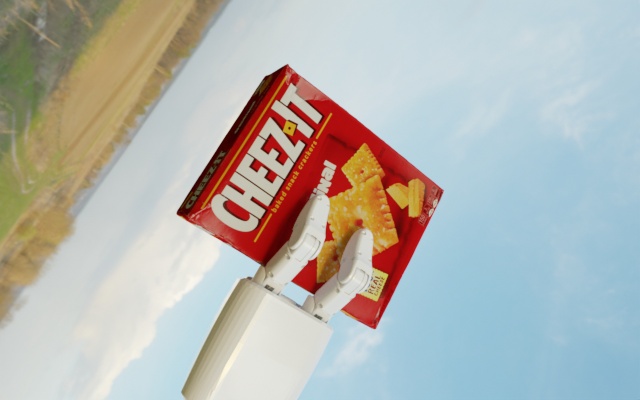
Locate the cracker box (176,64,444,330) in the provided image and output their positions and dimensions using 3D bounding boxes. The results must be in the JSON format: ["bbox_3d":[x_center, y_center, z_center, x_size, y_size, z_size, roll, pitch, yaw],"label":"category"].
[{"bbox_3d":[0.000,0.002,0.465,0.214,0.164,0.072,35,-13,-22],"label":"cracker box"}]
